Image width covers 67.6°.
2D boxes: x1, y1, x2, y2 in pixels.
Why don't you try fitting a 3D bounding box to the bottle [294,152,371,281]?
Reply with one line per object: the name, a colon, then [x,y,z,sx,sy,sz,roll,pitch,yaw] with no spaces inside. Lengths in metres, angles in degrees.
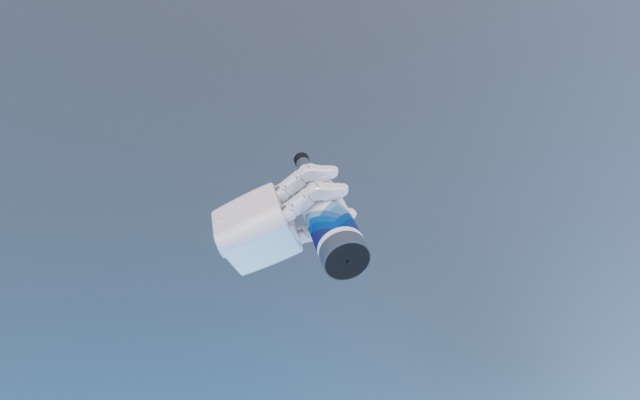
bottle: [0.000,0.003,0.745,0.069,0.069,0.295,0,32,-17]
